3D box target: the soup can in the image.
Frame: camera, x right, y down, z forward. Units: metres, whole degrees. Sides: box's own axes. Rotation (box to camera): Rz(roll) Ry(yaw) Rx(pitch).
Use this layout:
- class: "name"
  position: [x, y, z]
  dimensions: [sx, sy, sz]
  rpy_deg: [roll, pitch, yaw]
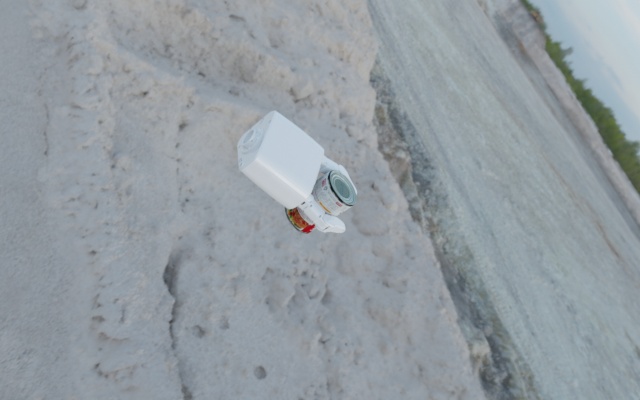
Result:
- class: "soup can"
  position: [0.001, 0.003, 0.786]
  dimensions: [0.102, 0.068, 0.068]
  rpy_deg: [-33, -18, 30]
